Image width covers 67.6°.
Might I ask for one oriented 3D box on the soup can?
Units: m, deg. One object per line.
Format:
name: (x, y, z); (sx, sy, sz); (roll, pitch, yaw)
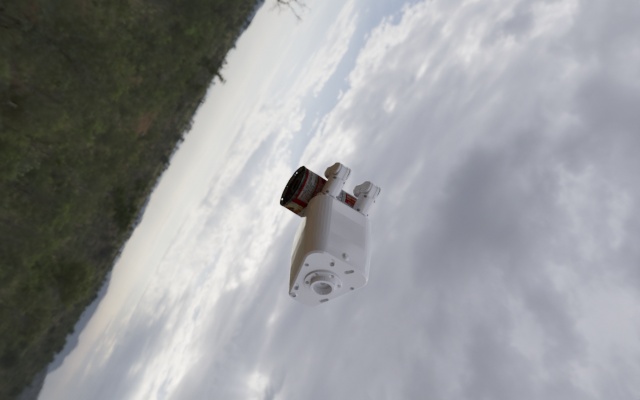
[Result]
soup can: (0.000, 0.002, 0.710); (0.102, 0.068, 0.068); (30, -11, -19)
